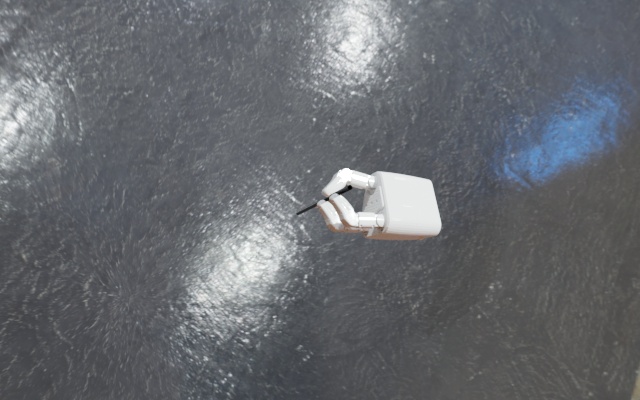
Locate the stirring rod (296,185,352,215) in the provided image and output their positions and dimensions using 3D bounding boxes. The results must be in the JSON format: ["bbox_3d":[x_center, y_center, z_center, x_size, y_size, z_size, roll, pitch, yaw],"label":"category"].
[{"bbox_3d":[0.000,0.003,0.824,0.011,0.011,0.239,0,-11,-22],"label":"stirring rod"}]
